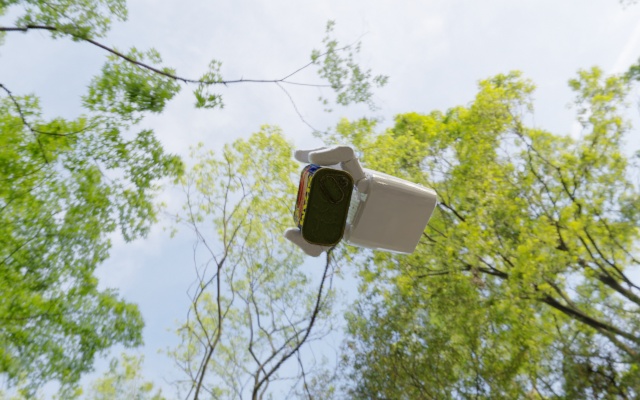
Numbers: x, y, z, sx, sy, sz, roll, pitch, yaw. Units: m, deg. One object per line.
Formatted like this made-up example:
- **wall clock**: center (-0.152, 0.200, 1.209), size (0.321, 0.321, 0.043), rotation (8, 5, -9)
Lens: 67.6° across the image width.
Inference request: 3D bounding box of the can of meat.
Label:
- **can of meat**: center (0.000, 0.002, 0.653), size (0.057, 0.102, 0.084), rotation (9, 8, -15)
